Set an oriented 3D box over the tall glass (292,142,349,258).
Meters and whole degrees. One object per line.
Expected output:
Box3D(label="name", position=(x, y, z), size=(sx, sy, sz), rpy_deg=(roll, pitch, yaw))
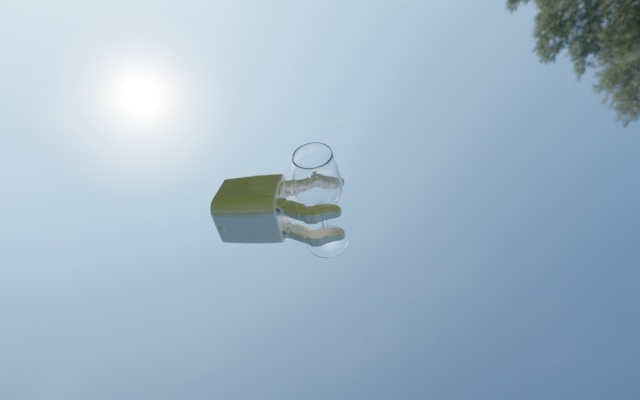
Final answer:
Box3D(label="tall glass", position=(0.000, 0.003, 0.779), size=(0.079, 0.201, 0.079), rpy_deg=(-5, 45, 5))
